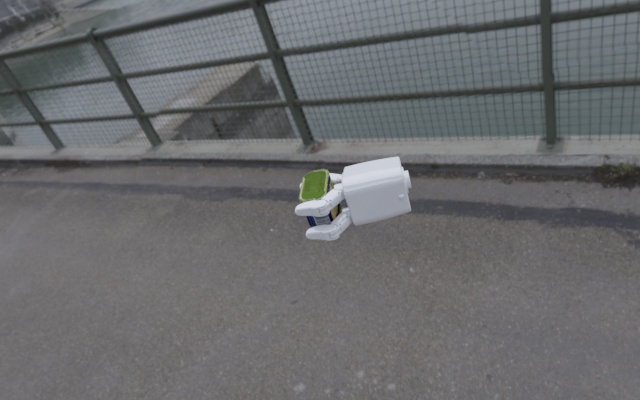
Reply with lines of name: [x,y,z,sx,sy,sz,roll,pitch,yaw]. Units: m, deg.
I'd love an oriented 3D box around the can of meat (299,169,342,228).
can of meat: [0.000,0.003,0.887,0.057,0.084,0.102,-11,35,13]
